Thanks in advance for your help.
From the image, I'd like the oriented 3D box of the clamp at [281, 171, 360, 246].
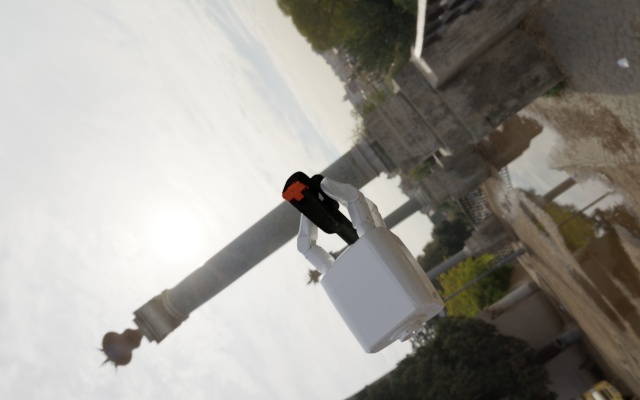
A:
[{"bbox_3d":[-0.001,0.003,0.638,0.036,0.164,0.210,-41,-29,9],"label":"clamp"}]
